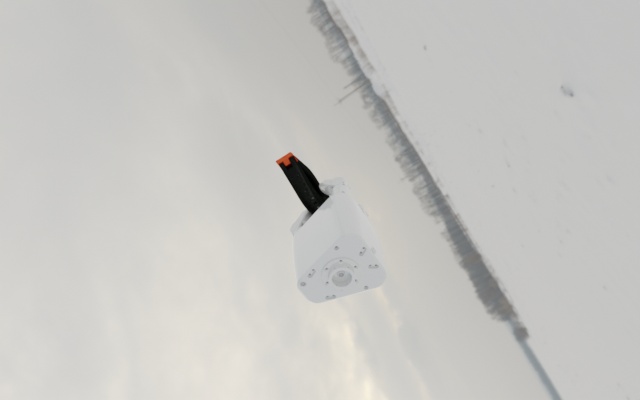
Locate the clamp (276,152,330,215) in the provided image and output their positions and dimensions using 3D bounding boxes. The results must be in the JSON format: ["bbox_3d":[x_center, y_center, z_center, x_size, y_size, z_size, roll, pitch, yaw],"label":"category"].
[{"bbox_3d":[-0.001,0.003,0.767,0.036,0.210,0.164,-32,25,11],"label":"clamp"}]
